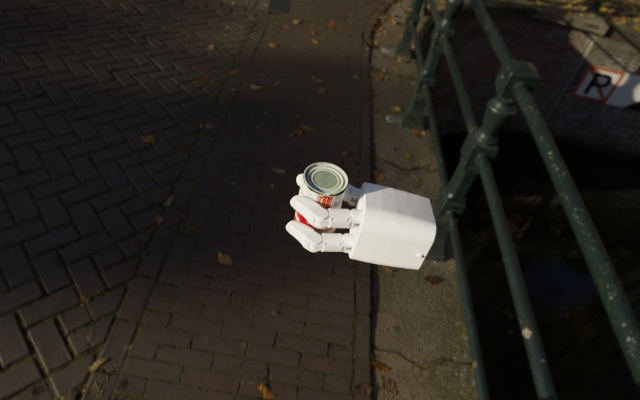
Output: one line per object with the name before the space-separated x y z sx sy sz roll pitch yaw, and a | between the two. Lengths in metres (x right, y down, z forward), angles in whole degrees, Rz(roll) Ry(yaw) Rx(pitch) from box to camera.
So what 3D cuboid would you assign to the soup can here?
soup can | 0.000 0.002 0.710 0.068 0.068 0.102 0 -42 -12
